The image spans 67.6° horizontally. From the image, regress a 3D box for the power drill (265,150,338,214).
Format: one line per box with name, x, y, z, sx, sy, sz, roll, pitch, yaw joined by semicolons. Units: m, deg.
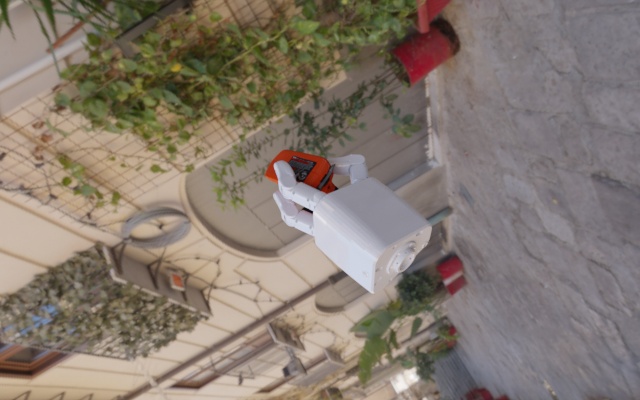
power drill;0.000;0.002;0.725;0.184;0.057;0.188;16;-23;44
